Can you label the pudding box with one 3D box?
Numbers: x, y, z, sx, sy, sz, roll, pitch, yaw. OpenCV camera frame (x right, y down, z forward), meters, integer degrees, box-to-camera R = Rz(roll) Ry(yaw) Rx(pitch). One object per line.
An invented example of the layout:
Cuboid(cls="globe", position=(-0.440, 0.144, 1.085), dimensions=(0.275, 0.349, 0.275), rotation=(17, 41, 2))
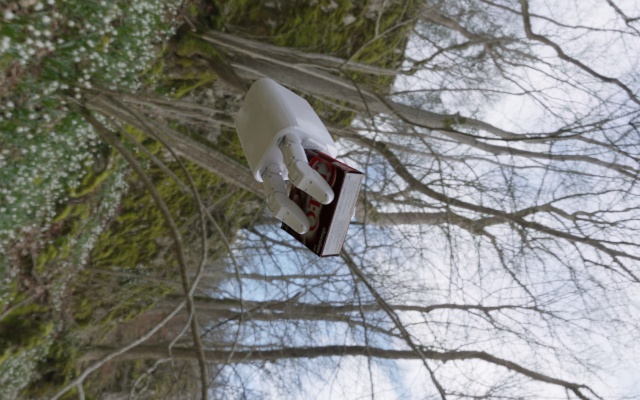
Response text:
Cuboid(cls="pudding box", position=(0.000, 0.002, 0.594), dimensions=(0.039, 0.113, 0.090), rotation=(1, 20, -39))
